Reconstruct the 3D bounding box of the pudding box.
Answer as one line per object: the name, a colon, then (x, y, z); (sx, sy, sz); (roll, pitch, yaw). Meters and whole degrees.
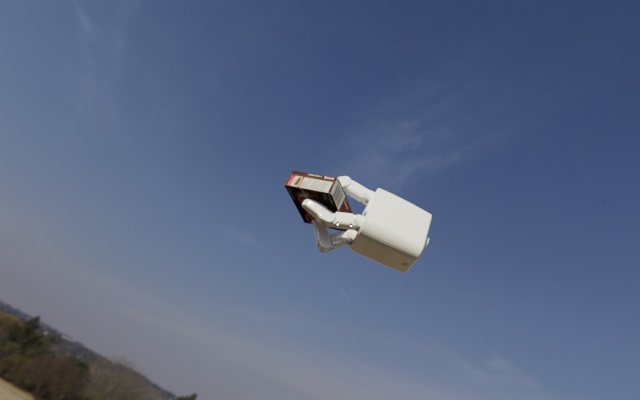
pudding box: (0.000, 0.003, 0.813); (0.090, 0.039, 0.114); (10, -35, 28)
